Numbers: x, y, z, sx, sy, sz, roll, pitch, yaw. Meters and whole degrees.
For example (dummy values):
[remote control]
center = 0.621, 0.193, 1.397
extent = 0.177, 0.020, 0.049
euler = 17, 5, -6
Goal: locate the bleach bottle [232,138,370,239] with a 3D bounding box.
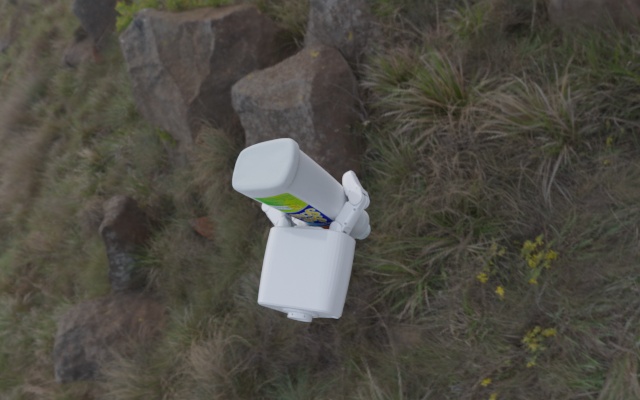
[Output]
[bleach bottle]
center = 0.000, 0.002, 0.665
extent = 0.102, 0.068, 0.251
euler = -5, -24, 38
